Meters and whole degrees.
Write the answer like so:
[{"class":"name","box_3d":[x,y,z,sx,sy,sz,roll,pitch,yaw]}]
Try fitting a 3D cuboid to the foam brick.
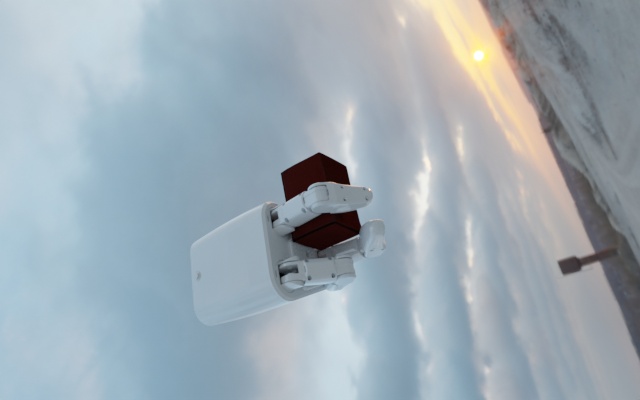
[{"class":"foam brick","box_3d":[0.000,0.001,0.476,0.051,0.078,0.053,-25,-28,27]}]
